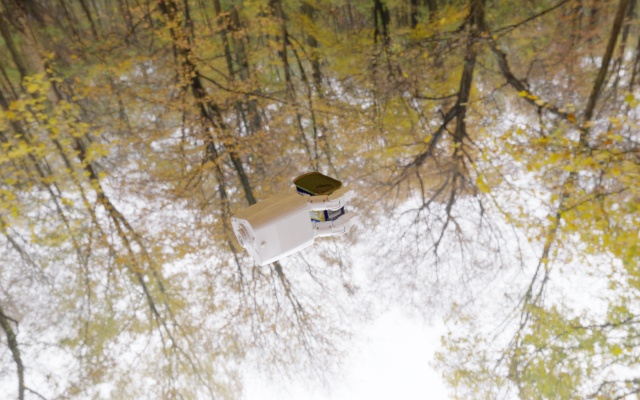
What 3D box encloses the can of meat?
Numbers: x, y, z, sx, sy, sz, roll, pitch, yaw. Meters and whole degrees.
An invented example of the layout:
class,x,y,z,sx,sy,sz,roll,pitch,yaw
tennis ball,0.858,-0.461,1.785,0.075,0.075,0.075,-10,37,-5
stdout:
class,x,y,z,sx,sy,sz,roll,pitch,yaw
can of meat,0.000,0.003,0.887,0.057,0.084,0.102,-26,31,-28
